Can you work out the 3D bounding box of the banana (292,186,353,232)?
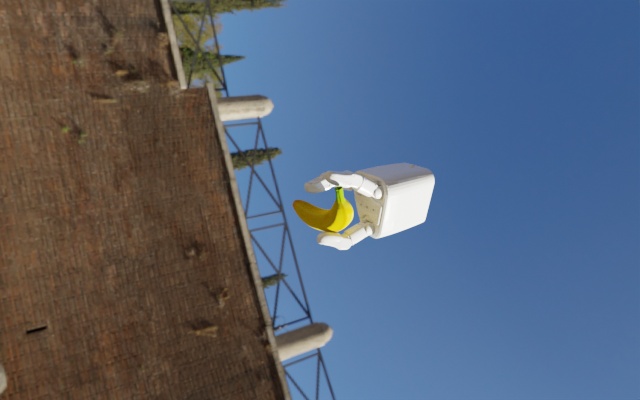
[{"bbox_3d":[0.007,0.020,0.791,0.037,0.069,0.198,-17,0,-26],"label":"banana"}]
